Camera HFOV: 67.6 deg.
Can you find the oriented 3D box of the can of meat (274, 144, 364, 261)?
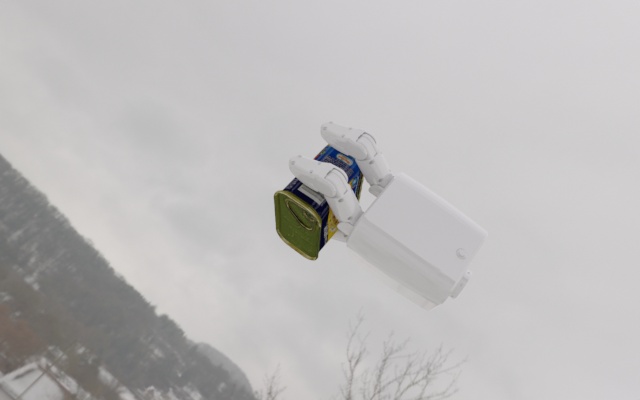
[{"bbox_3d":[0.000,0.001,0.504,0.057,0.084,0.102,34,-28,18],"label":"can of meat"}]
